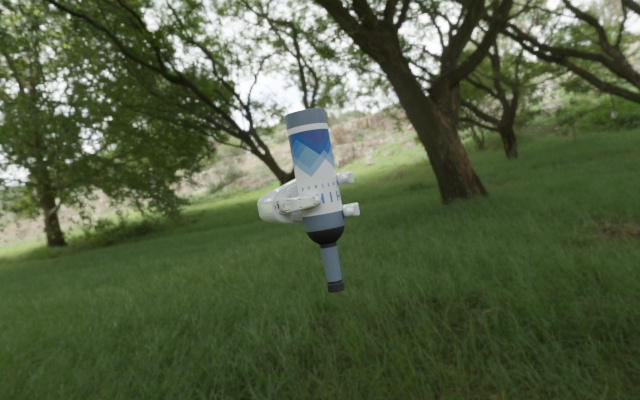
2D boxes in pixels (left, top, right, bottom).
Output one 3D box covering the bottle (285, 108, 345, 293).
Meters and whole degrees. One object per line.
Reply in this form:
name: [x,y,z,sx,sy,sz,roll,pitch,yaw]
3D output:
bottle: [0.000,0.002,0.778,0.069,0.295,0.069,-10,1,0]
